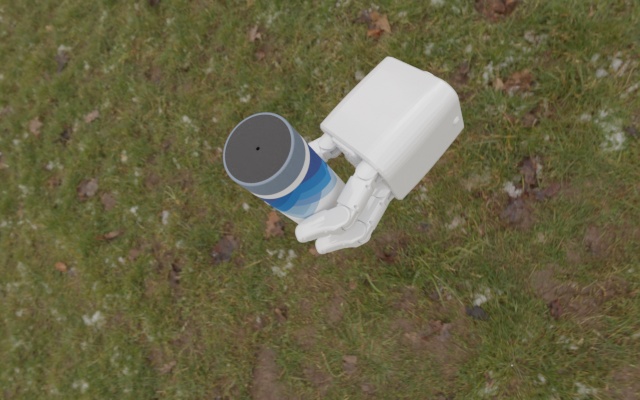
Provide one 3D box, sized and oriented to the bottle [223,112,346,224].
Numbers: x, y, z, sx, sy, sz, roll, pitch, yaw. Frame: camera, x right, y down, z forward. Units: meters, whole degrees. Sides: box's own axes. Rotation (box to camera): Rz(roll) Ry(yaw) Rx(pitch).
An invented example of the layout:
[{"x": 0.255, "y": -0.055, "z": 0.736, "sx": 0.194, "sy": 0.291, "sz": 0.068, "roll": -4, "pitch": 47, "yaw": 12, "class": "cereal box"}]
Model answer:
[{"x": 0.000, "y": 0.002, "z": 0.524, "sx": 0.069, "sy": 0.069, "sz": 0.296, "roll": 0, "pitch": -18, "yaw": 22, "class": "bottle"}]
